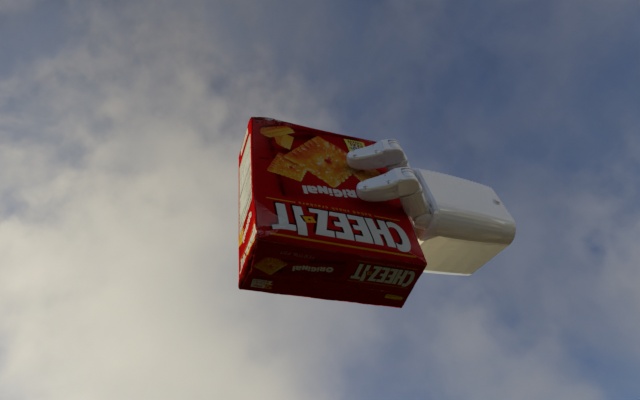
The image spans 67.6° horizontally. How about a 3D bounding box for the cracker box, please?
[{"bbox_3d":[0.000,0.002,0.504,0.164,0.072,0.213,10,35,-17],"label":"cracker box"}]
